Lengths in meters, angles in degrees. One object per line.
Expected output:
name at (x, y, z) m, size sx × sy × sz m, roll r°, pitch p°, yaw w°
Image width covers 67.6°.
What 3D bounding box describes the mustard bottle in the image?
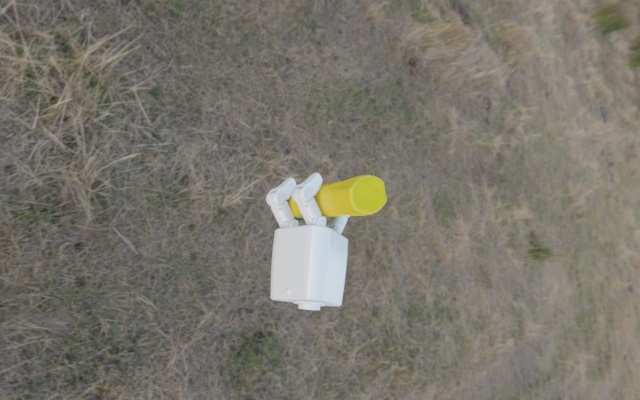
mustard bottle at (0.000, 0.002, 0.747) m, size 0.191 × 0.058 × 0.096 m, roll -9°, pitch 4°, yaw 39°
